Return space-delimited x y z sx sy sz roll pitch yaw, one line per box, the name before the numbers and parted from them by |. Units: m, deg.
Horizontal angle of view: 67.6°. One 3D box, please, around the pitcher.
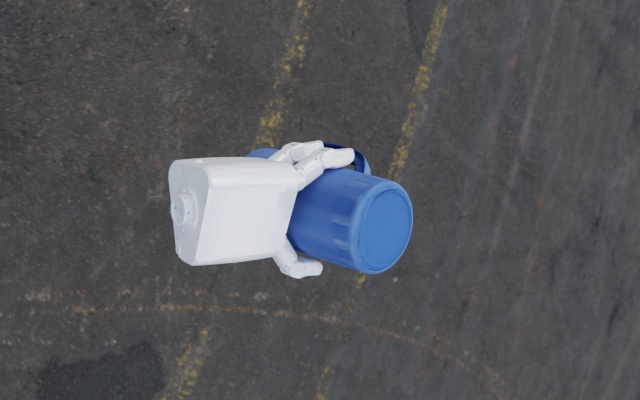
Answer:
pitcher | 0.000 0.002 0.618 0.145 0.149 0.243 -2 12 -42
